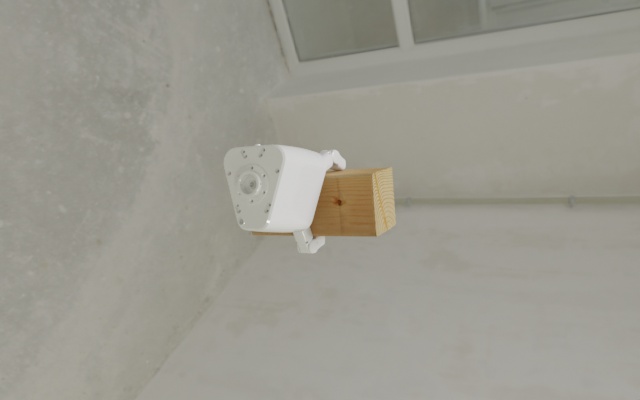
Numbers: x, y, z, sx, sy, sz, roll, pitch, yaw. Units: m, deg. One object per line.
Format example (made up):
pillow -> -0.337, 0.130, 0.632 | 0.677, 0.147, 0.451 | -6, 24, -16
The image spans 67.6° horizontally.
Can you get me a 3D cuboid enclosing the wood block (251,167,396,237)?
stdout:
wood block -> 0.000, 0.003, 0.729 | 0.206, 0.091, 0.090 | -1, 9, 27
